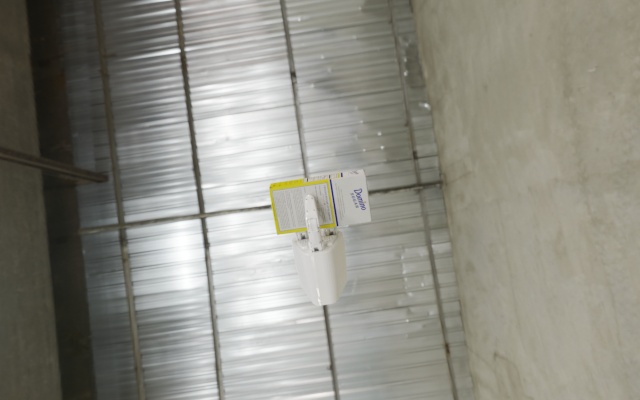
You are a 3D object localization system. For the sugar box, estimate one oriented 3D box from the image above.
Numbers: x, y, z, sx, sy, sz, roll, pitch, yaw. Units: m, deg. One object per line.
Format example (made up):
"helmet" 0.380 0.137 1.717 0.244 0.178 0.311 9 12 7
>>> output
"sugar box" 0.000 0.003 0.871 0.176 0.093 0.048 -8 17 1
